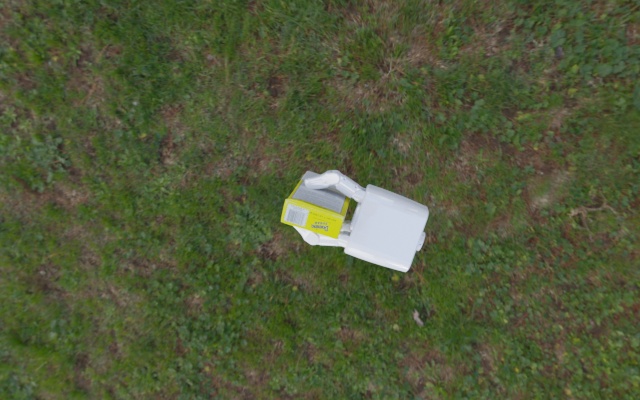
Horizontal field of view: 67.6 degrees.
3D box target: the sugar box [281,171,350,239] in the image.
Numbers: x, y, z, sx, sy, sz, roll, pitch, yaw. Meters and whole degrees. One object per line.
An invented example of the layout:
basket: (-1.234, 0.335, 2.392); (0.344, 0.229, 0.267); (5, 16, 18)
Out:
sugar box: (0.000, 0.003, 0.792); (0.093, 0.048, 0.176); (18, 17, 4)
